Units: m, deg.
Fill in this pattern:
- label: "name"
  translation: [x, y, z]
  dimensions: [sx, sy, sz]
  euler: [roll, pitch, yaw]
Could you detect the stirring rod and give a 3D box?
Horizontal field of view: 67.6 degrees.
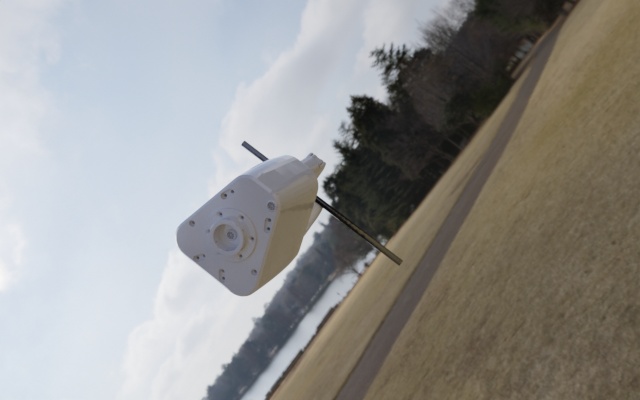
- label: "stirring rod"
  translation: [0.000, 0.002, 0.577]
  dimensions: [0.239, 0.011, 0.011]
  euler: [37, 4, 5]
